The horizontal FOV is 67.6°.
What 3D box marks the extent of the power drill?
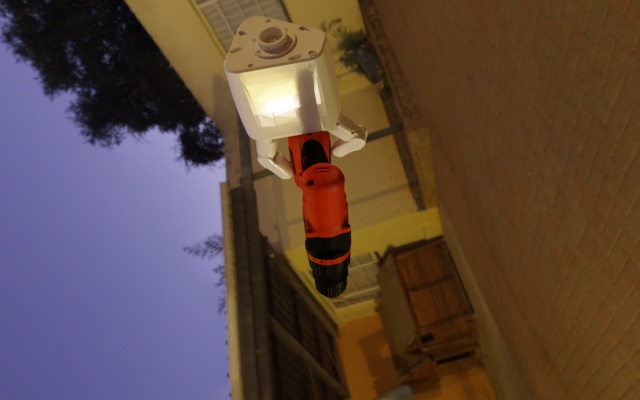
[{"bbox_3d":[0.000,0.001,0.592,0.057,0.185,0.187,-7,37,-6],"label":"power drill"}]
